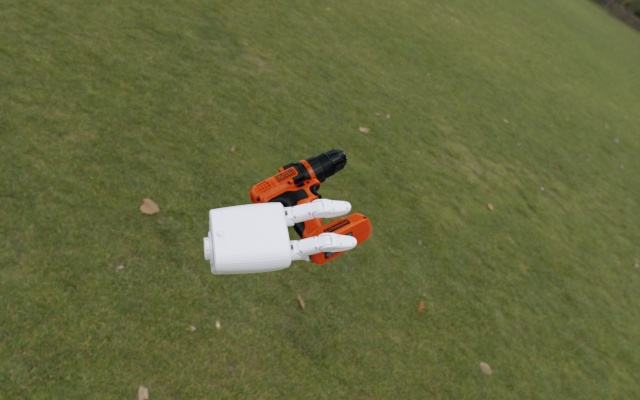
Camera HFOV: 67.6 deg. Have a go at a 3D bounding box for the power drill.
[{"bbox_3d":[0.000,0.003,0.779,0.184,0.057,0.187,-29,50,-15],"label":"power drill"}]
